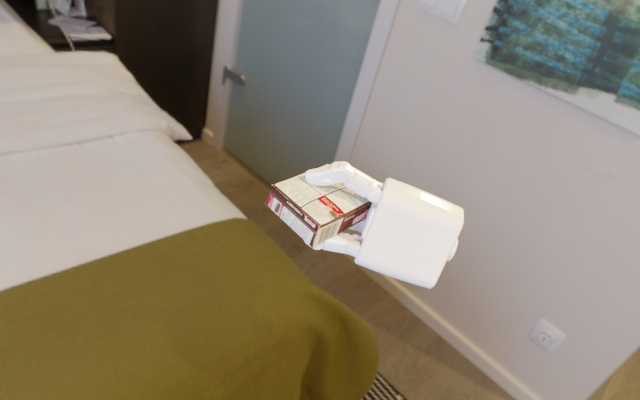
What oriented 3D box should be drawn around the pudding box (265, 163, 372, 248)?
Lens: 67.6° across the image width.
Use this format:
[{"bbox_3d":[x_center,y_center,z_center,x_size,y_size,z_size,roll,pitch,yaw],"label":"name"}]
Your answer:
[{"bbox_3d":[0.000,0.002,0.619,0.090,0.039,0.113,40,39,24],"label":"pudding box"}]
